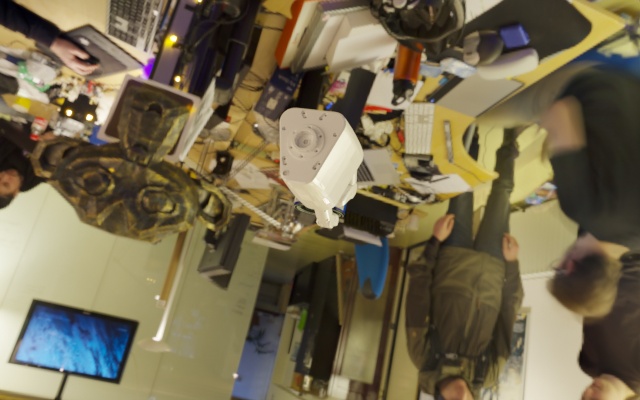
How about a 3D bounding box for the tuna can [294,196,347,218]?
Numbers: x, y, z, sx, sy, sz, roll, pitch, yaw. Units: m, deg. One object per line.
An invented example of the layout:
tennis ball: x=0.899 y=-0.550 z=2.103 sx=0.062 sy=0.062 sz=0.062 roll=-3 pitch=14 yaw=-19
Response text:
tuna can: x=0.000 y=0.003 z=0.781 sx=0.086 sy=0.033 sz=0.086 roll=10 pitch=-13 yaw=2
